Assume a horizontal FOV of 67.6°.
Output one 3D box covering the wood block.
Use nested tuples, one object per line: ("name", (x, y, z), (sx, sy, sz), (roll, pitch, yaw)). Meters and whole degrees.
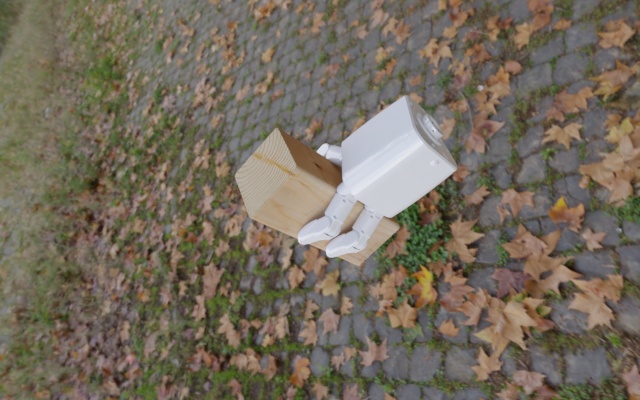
("wood block", (0.000, 0.002, 0.646), (0.206, 0.090, 0.090), (29, 23, -40))
